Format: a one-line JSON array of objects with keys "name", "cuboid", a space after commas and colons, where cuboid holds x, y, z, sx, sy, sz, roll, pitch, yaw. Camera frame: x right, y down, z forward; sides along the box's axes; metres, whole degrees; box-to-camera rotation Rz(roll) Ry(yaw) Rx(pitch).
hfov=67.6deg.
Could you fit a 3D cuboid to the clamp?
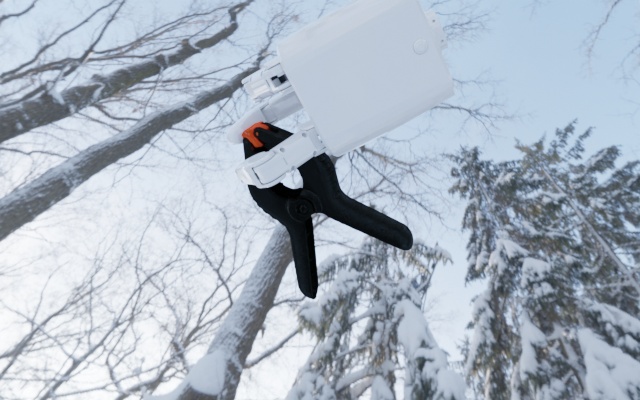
[{"name": "clamp", "cuboid": [0.000, 0.001, 0.419, 0.120, 0.171, 0.039, -24, 18, 15]}]
